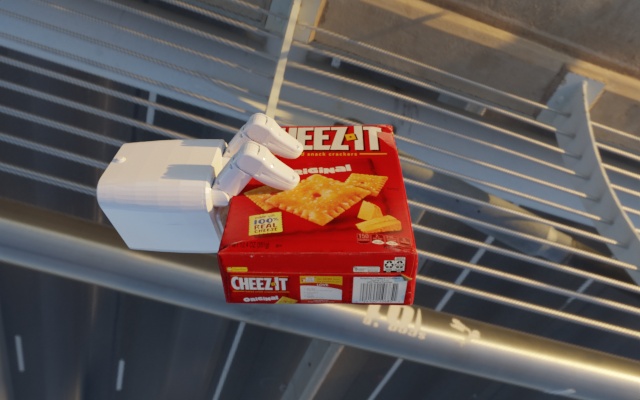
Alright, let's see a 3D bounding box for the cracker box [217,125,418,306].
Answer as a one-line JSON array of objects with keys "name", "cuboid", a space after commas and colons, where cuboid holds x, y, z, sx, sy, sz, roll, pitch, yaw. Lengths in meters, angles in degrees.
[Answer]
[{"name": "cracker box", "cuboid": [0.000, 0.002, 0.476, 0.164, 0.072, 0.213, 0, 38, 1]}]
